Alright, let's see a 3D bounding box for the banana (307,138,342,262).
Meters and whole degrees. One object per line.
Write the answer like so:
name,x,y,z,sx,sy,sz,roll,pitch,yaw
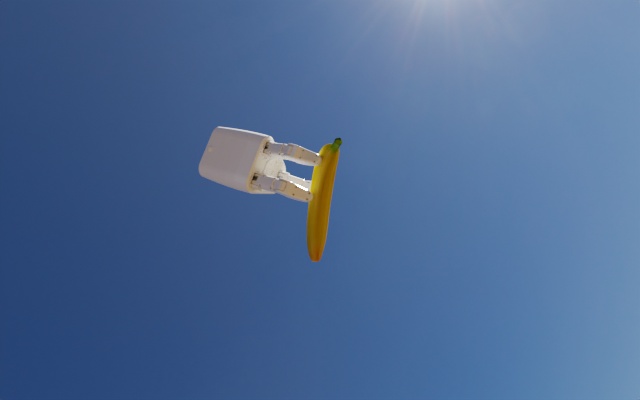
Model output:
banana,0.001,-0.005,0.756,0.037,0.198,0.069,8,12,-2
